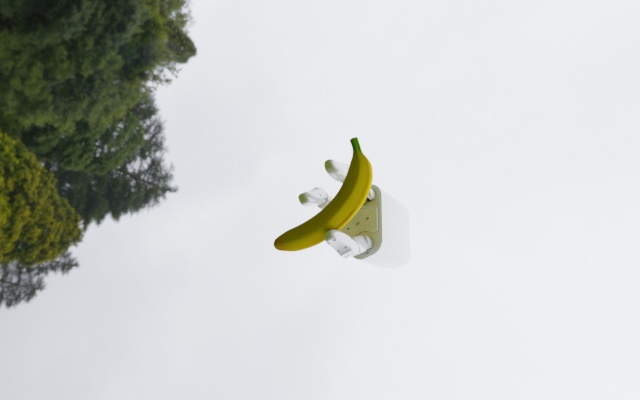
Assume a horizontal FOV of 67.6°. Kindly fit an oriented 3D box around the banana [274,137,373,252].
[{"bbox_3d":[0.013,0.011,0.660,0.069,0.198,0.037,46,14,33],"label":"banana"}]
